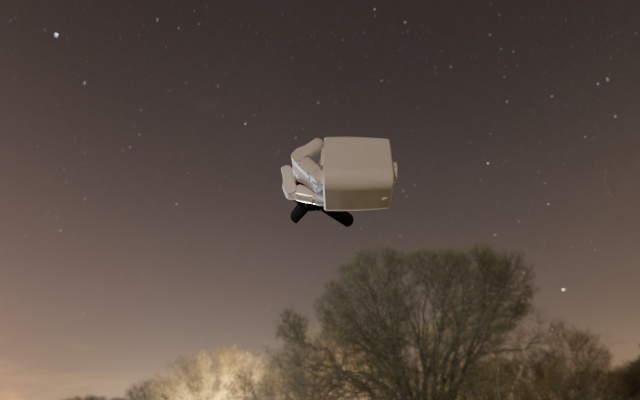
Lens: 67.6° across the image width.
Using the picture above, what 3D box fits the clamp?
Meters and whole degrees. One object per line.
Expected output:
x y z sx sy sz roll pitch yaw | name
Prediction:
0.000 0.002 0.844 0.120 0.039 0.171 2 -26 3 | clamp
